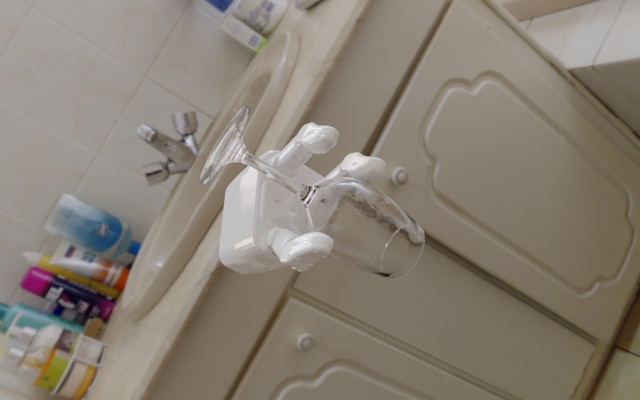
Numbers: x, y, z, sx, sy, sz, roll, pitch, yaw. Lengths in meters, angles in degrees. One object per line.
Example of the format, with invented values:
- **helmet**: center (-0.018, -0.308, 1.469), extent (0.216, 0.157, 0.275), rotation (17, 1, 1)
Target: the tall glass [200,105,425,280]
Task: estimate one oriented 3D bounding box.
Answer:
- **tall glass**: center (0.000, 0.001, 0.425), extent (0.201, 0.079, 0.079), rotation (31, -13, -22)
